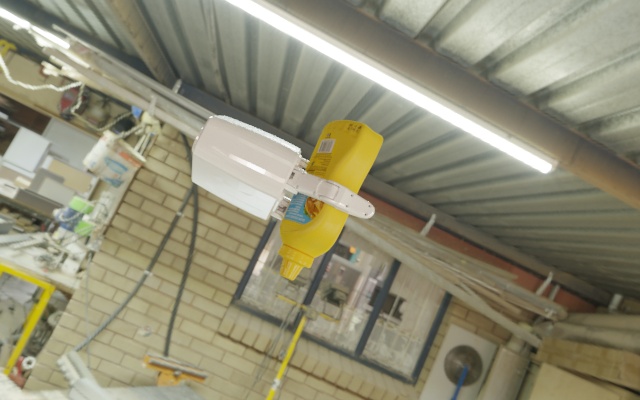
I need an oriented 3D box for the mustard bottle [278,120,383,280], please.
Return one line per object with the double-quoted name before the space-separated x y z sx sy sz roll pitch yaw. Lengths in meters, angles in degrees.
"mustard bottle" 0.000 0.002 0.558 0.058 0.191 0.096 30 -10 -29
